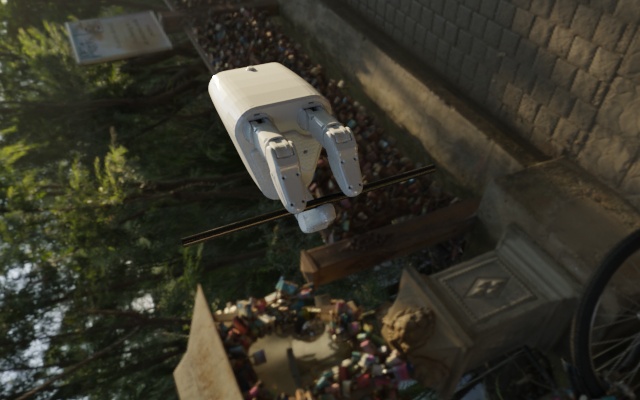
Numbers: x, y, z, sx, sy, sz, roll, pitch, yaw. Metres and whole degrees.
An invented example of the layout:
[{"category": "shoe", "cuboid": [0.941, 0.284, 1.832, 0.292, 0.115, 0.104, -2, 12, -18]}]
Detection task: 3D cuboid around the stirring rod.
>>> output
[{"category": "stirring rod", "cuboid": [0.000, 0.001, 0.416, 0.239, 0.011, 0.011, -17, 6, -20]}]
